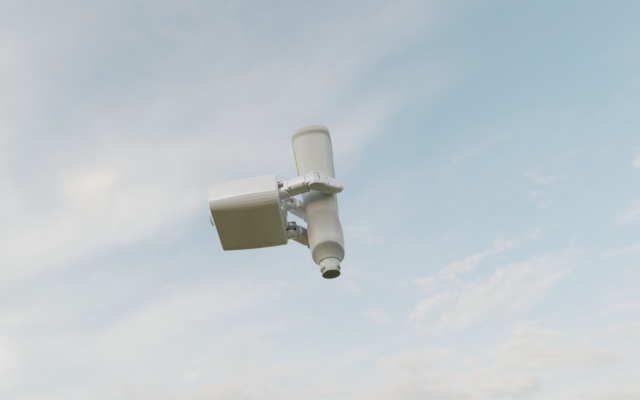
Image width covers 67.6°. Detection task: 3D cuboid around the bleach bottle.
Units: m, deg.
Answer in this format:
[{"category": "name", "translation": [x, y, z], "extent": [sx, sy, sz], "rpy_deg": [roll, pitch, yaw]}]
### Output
[{"category": "bleach bottle", "translation": [0.000, 0.003, 0.758], "extent": [0.068, 0.250, 0.103], "rpy_deg": [-10, -36, 2]}]
